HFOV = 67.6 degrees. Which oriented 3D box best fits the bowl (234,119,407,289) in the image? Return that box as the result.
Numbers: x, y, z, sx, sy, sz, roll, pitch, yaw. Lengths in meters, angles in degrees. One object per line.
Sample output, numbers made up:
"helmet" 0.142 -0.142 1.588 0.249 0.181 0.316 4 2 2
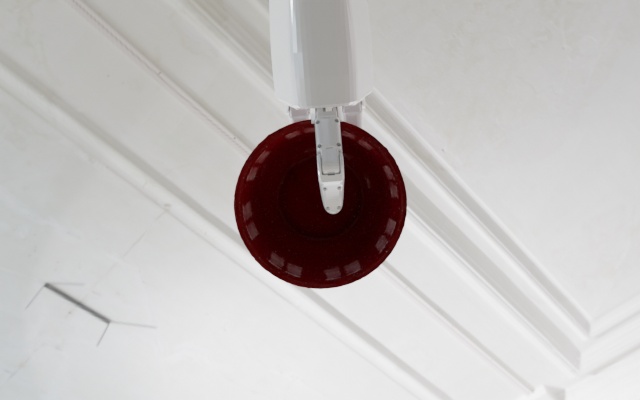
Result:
"bowl" 0.000 0.003 0.469 0.162 0.162 0.055 0 9 0
